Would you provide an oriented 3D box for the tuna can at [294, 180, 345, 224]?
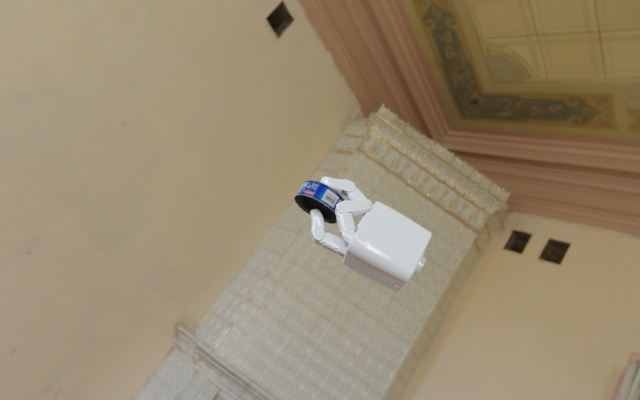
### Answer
[{"bbox_3d":[0.000,0.002,0.826,0.086,0.033,0.086,26,-21,11],"label":"tuna can"}]
